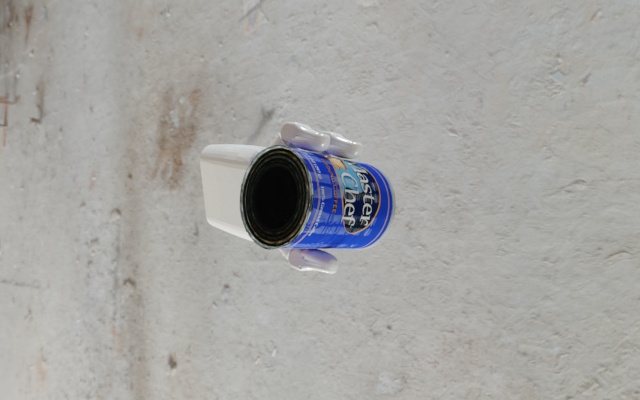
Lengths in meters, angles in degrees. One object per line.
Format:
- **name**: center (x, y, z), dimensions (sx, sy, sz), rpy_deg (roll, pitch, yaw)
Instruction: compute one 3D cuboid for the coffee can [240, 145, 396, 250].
- **coffee can**: center (0.000, 0.002, 0.513), dimensions (0.103, 0.103, 0.140), rpy_deg (0, -4, 42)
